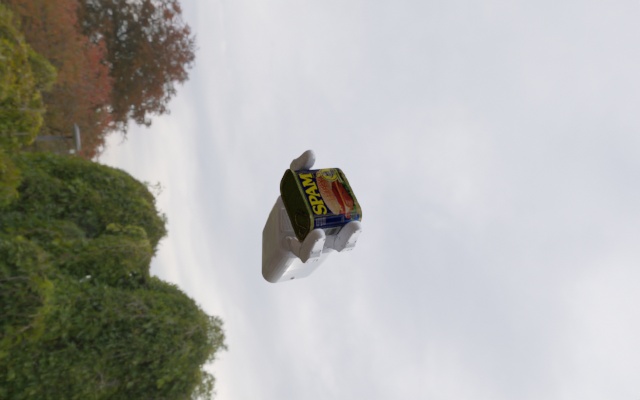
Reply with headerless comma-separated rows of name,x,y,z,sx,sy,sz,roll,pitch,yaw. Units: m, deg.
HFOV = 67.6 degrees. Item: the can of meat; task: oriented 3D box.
can of meat,0.000,0.002,0.673,0.084,0.102,0.057,-6,-32,-28
